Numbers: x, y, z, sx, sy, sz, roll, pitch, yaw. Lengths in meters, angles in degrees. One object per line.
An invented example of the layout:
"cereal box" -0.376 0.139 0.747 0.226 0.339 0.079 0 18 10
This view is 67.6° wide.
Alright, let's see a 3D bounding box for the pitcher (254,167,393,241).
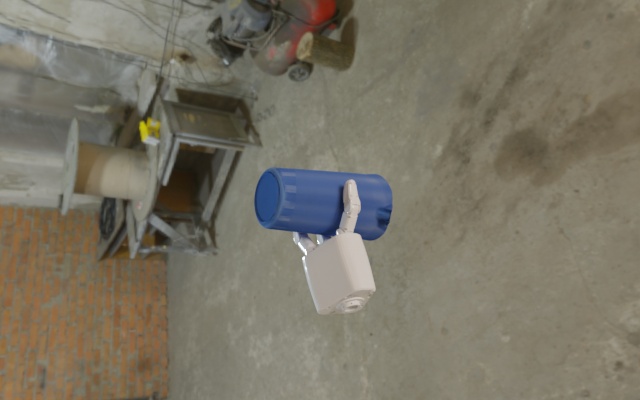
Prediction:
"pitcher" 0.000 0.003 0.897 0.243 0.145 0.149 6 -35 -33
